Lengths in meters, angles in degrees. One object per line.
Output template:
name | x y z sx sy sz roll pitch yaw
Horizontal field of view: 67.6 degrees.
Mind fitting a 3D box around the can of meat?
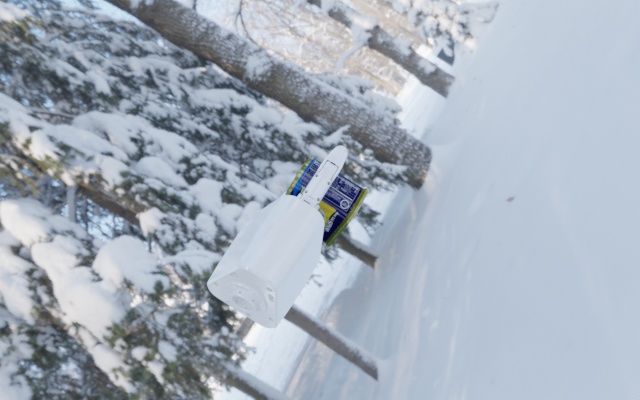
can of meat | 0.000 0.002 0.602 0.084 0.057 0.102 33 -35 -1
